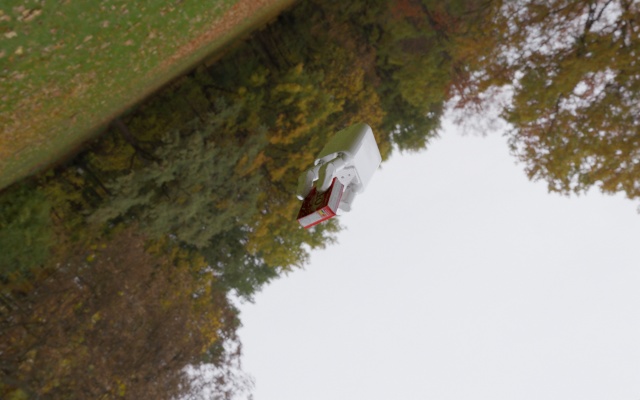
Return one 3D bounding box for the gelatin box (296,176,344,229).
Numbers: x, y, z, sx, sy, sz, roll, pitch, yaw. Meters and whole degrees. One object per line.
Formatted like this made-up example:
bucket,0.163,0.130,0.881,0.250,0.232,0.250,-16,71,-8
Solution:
gelatin box,0.000,0.003,0.878,0.073,0.030,0.089,-25,29,32
